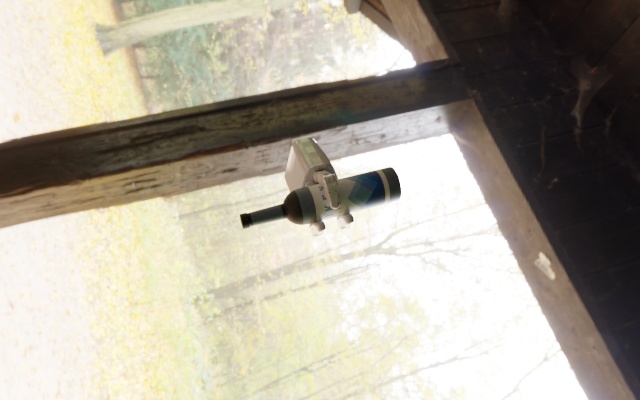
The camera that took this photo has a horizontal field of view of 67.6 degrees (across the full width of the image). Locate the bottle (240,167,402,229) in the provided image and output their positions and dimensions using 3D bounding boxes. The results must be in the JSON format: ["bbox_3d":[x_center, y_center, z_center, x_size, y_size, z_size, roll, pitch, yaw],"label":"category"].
[{"bbox_3d":[0.000,0.003,0.870,0.295,0.069,0.069,-14,3,-13],"label":"bottle"}]
